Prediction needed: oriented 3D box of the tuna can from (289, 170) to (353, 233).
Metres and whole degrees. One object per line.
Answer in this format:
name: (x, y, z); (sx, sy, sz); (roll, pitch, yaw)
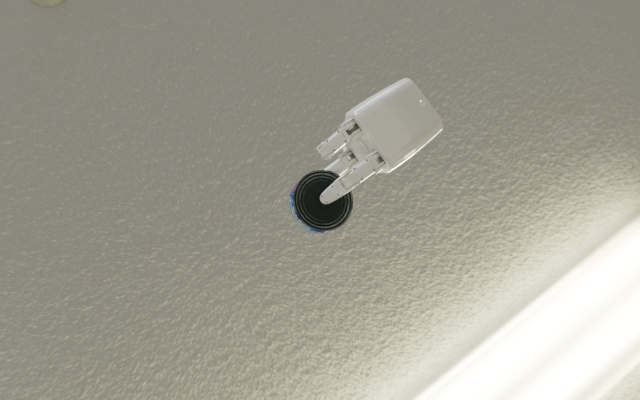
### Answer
tuna can: (0.000, 0.002, 0.669); (0.086, 0.086, 0.034); (0, -10, -17)
